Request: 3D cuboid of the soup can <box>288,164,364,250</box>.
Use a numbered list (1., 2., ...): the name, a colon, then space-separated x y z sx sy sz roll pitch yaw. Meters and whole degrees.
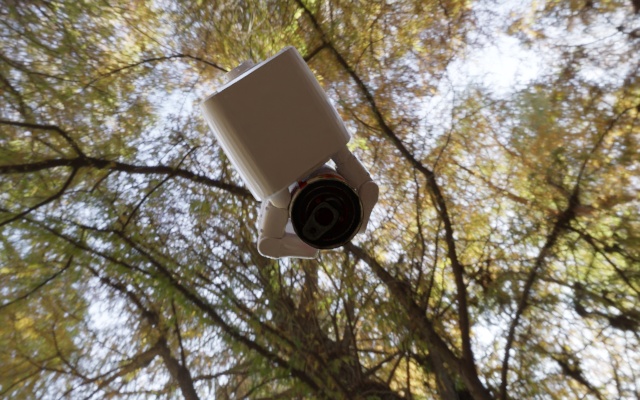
1. soup can: 0.000 0.002 0.483 0.068 0.068 0.102 0 13 -7
